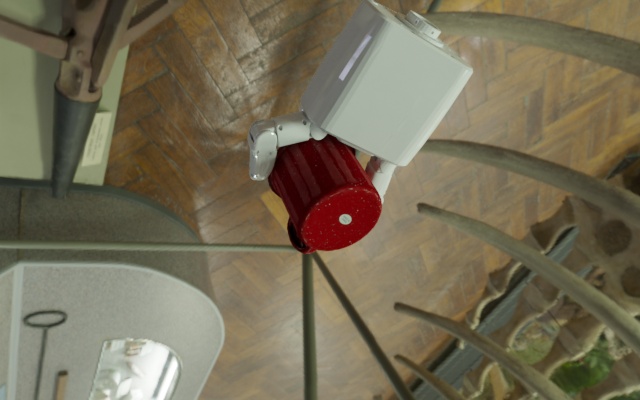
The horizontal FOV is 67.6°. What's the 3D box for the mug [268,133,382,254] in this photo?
[{"bbox_3d":[-0.001,0.003,0.454,0.093,0.117,0.081,11,36,-35],"label":"mug"}]
